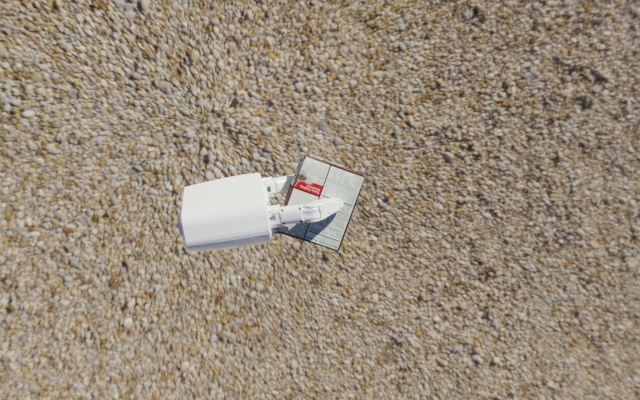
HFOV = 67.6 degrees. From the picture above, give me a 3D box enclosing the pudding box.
[{"bbox_3d":[0.000,0.002,0.642,0.090,0.113,0.039,19,7,-10],"label":"pudding box"}]
